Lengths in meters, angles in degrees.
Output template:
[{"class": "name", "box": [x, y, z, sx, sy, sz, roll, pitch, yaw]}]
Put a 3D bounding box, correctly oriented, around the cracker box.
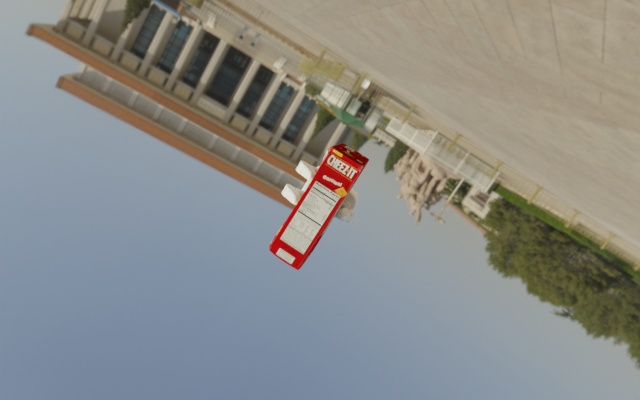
[{"class": "cracker box", "box": [0.000, 0.003, 0.866, 0.072, 0.214, 0.164, 32, 12, 2]}]
